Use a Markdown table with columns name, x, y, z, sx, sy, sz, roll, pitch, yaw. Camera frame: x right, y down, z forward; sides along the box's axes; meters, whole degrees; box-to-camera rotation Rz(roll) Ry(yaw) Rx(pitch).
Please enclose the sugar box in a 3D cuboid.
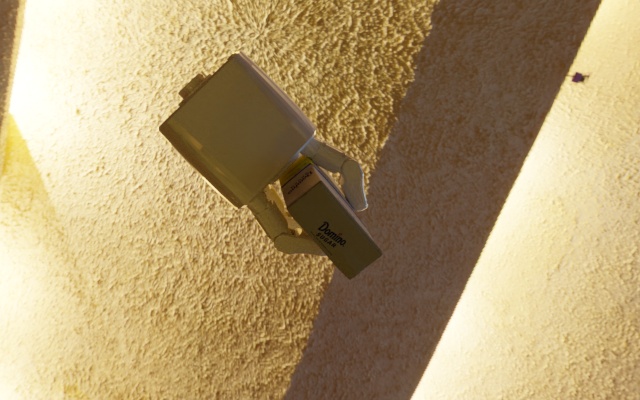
| name | x | y | z | sx | sy | sz | roll | pitch | yaw |
| --- | --- | --- | --- | --- | --- | --- | --- | --- | --- |
| sugar box | 0.000 | 0.002 | 0.489 | 0.048 | 0.093 | 0.176 | -39 | 19 | 7 |
